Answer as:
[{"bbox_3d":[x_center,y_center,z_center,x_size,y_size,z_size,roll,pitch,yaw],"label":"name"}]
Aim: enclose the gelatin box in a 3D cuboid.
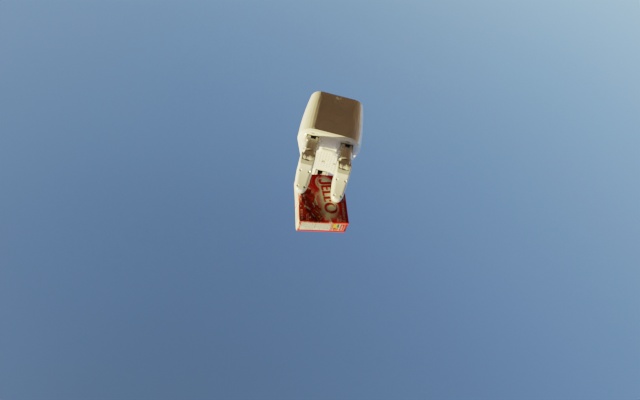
[{"bbox_3d":[0.000,0.003,0.707,0.073,0.089,0.030,3,-35,-11],"label":"gelatin box"}]
